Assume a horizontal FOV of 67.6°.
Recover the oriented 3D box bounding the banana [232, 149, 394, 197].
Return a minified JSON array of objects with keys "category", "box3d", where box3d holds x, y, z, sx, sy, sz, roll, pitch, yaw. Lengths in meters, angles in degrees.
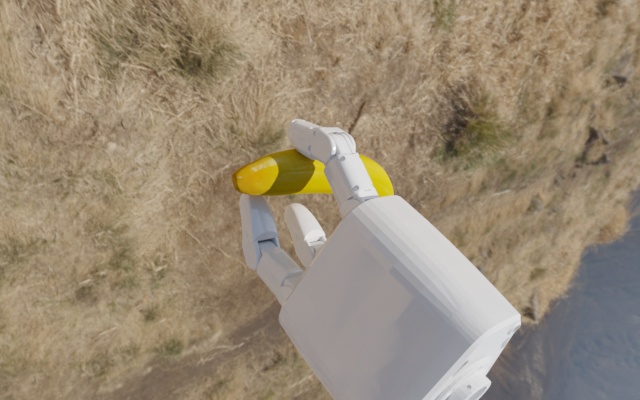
[{"category":"banana","box3d":[0.014,-0.012,0.401,0.037,0.069,0.198,49,16,32]}]
